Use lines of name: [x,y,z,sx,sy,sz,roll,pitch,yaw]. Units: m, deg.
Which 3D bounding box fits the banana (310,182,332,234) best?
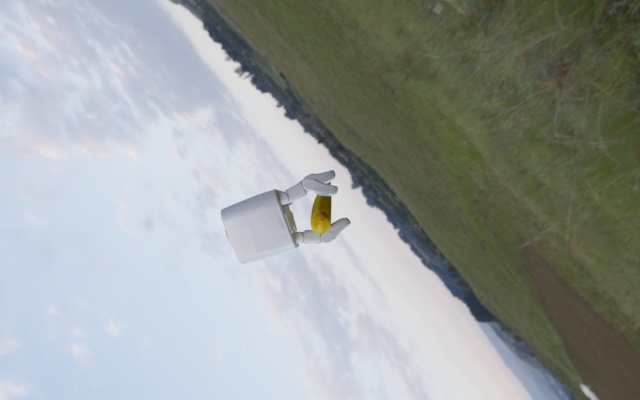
banana: [0.001,0.019,0.840,0.037,0.070,0.197,-1,21,3]
